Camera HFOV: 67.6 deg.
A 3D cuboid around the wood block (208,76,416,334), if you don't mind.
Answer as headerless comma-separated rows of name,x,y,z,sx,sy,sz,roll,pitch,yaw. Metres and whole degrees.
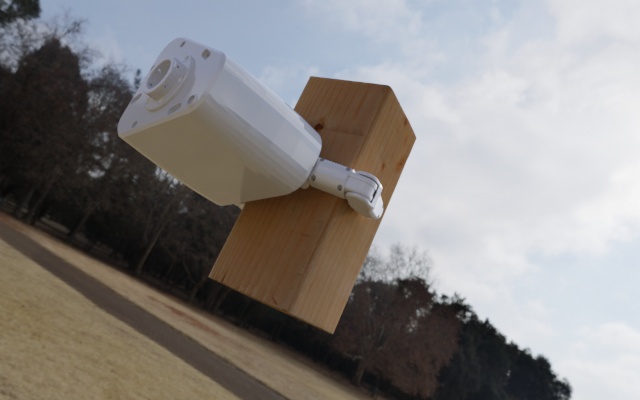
wood block,0.000,0.001,0.435,0.091,0.206,0.090,16,-16,33
